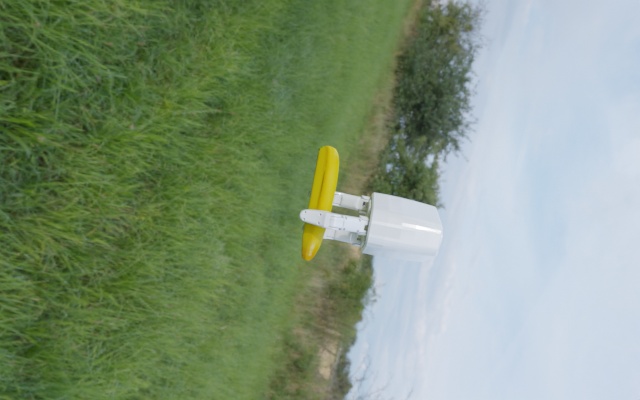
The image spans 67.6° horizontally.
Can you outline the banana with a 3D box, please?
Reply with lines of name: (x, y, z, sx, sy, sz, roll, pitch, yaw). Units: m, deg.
banana: (0.002, -0.007, 0.736, 0.037, 0.197, 0.070, 11, -21, -1)
